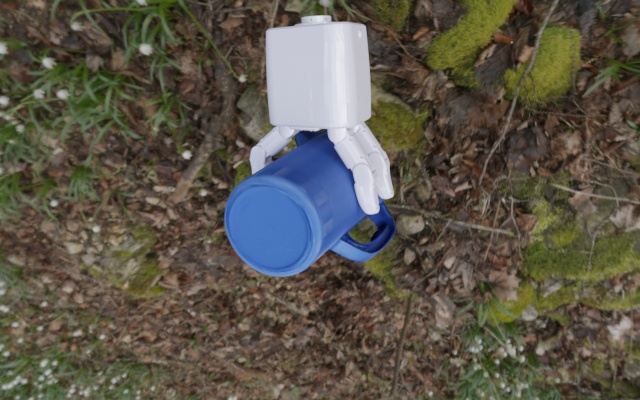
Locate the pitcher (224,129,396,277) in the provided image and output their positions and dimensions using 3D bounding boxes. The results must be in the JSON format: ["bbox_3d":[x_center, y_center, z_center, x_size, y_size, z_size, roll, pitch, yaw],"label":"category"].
[{"bbox_3d":[0.000,0.002,0.568,0.149,0.145,0.242,5,18,20],"label":"pitcher"}]
